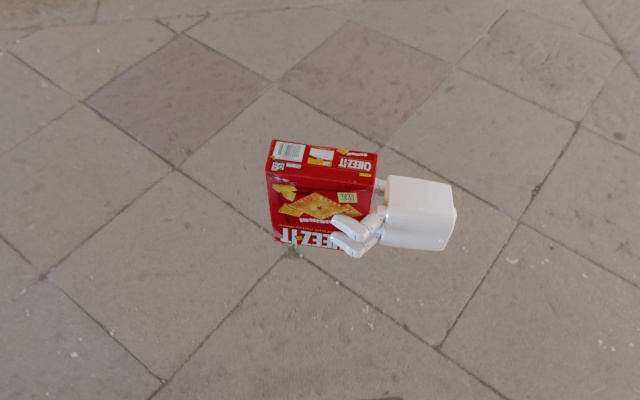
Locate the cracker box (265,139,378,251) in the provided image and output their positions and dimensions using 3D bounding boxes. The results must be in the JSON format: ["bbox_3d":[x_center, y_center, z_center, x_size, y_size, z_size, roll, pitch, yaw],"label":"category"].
[{"bbox_3d":[0.000,0.002,0.784,0.164,0.072,0.214,8,-34,4],"label":"cracker box"}]
